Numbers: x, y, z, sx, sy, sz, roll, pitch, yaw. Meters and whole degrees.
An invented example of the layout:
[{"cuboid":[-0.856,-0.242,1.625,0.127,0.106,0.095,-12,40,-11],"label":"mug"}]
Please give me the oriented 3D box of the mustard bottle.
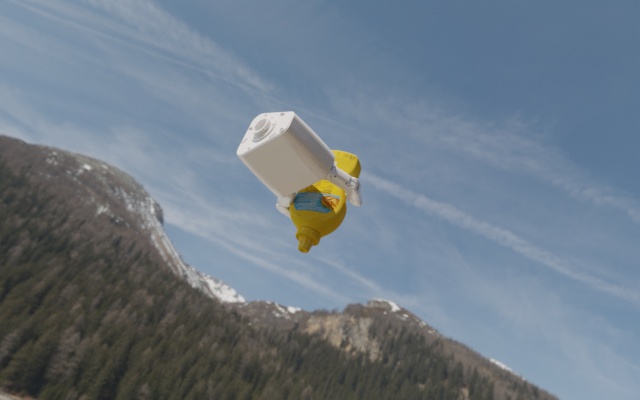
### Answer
[{"cuboid":[0.000,0.003,0.811,0.096,0.191,0.058,6,-34,22],"label":"mustard bottle"}]
